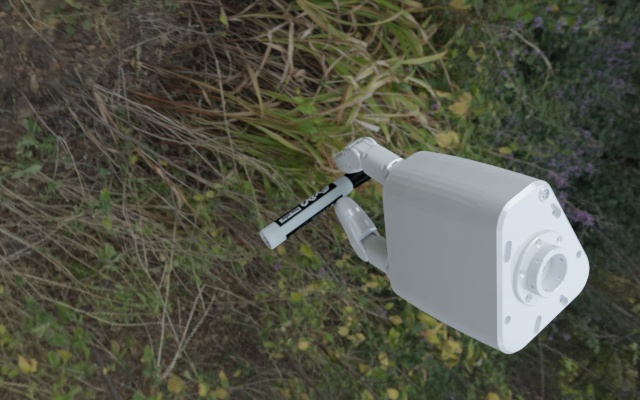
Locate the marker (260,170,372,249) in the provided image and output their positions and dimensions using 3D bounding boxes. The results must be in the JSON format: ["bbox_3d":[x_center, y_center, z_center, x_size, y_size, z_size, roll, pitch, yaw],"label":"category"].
[{"bbox_3d":[0.000,0.001,0.425,0.121,0.020,0.020,-35,12,-19],"label":"marker"}]
